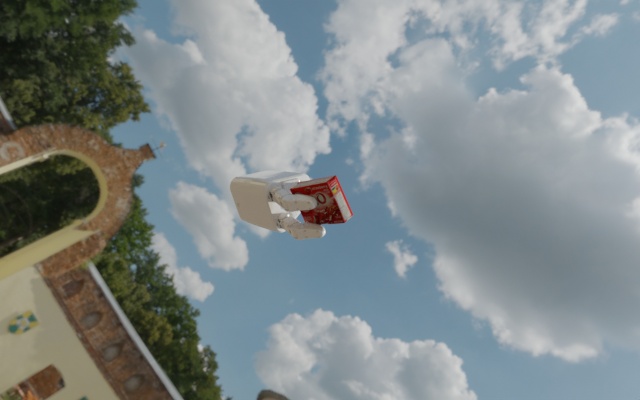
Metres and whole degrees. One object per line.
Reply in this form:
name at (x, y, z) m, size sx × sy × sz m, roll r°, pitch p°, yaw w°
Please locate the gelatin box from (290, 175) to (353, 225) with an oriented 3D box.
gelatin box at (0.001, 0.002, 0.774) m, size 0.089 × 0.073 × 0.030 m, roll -8°, pitch 23°, yaw 44°
